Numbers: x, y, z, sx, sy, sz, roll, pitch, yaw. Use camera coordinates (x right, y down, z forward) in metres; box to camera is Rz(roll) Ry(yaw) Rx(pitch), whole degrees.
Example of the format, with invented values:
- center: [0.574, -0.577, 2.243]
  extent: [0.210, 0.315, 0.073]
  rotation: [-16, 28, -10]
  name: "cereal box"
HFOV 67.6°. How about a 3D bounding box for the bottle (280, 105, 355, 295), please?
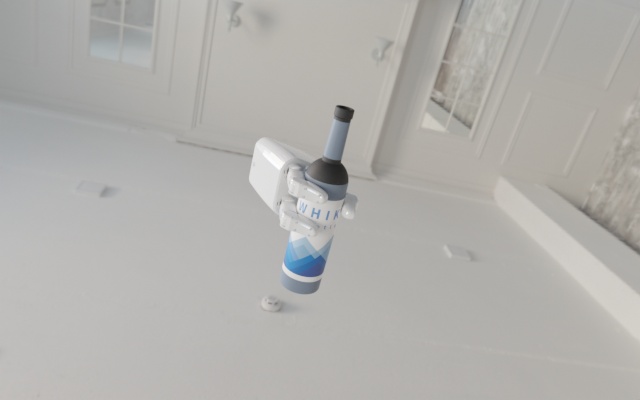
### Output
- center: [0.000, 0.003, 0.721]
  extent: [0.069, 0.296, 0.069]
  rotation: [12, 23, -5]
  name: "bottle"
